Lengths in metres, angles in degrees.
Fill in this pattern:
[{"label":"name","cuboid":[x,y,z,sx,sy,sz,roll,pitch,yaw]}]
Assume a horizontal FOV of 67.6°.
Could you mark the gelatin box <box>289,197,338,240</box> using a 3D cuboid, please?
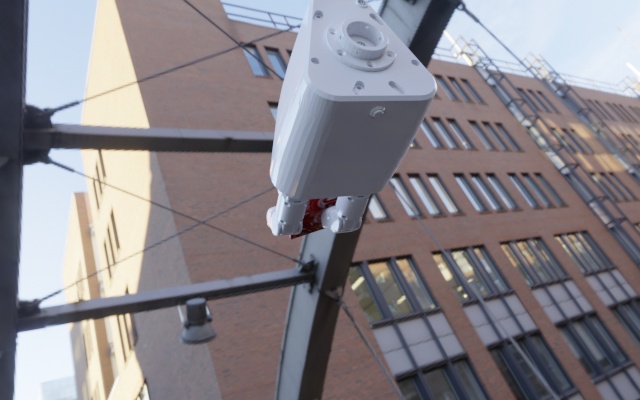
[{"label":"gelatin box","cuboid":[0.000,0.001,0.478,0.073,0.030,0.089,-17,-24,-11]}]
